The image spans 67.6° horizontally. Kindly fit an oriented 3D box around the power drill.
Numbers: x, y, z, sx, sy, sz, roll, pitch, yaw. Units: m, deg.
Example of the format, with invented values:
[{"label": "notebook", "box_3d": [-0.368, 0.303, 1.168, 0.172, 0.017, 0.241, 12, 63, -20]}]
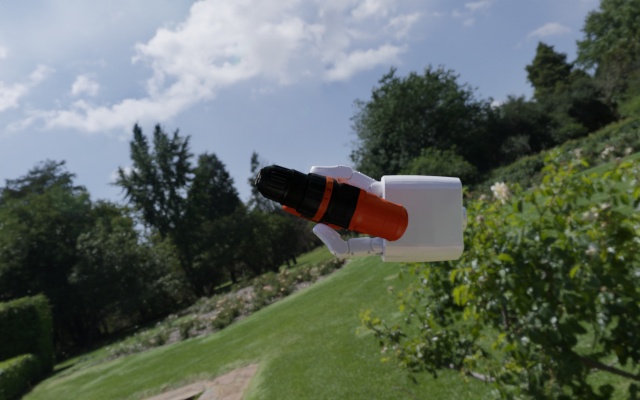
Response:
[{"label": "power drill", "box_3d": [0.000, 0.002, 0.615, 0.184, 0.057, 0.187, 20, -2, -11]}]
